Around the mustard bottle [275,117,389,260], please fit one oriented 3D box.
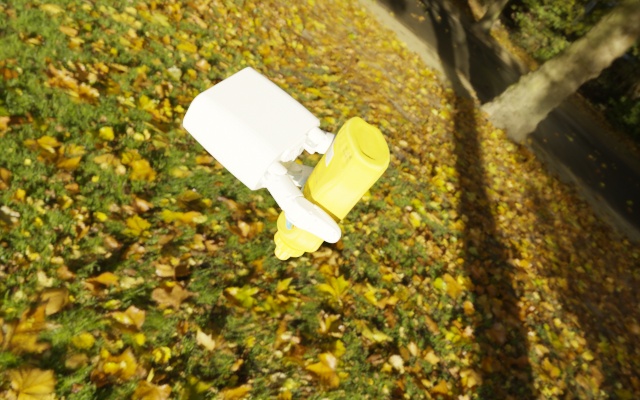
[{"bbox_3d":[0.001,0.002,0.541,0.058,0.192,0.096,28,33,-16],"label":"mustard bottle"}]
